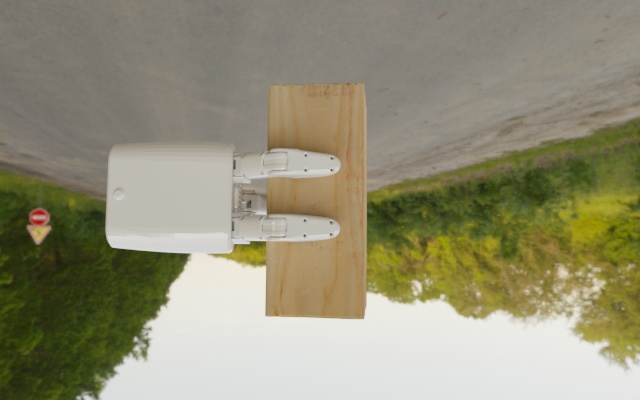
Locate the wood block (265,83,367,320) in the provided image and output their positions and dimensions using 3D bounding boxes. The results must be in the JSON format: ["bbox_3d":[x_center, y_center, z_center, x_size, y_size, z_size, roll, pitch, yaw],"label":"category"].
[{"bbox_3d":[0.000,0.002,0.461,0.090,0.206,0.091,0,-4,6],"label":"wood block"}]
